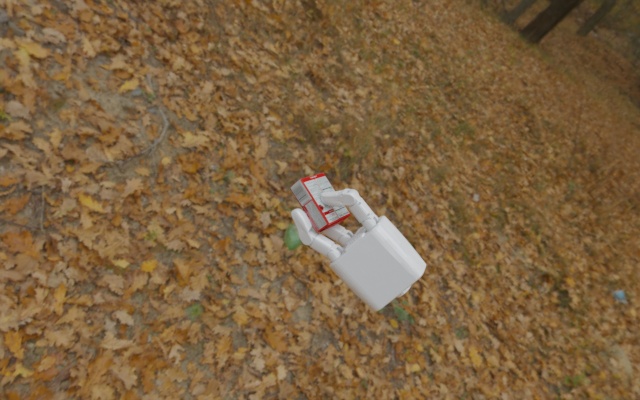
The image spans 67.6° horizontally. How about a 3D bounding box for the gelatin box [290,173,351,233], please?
[{"bbox_3d":[0.000,0.002,0.777,0.030,0.089,0.073,-37,-8,32],"label":"gelatin box"}]
